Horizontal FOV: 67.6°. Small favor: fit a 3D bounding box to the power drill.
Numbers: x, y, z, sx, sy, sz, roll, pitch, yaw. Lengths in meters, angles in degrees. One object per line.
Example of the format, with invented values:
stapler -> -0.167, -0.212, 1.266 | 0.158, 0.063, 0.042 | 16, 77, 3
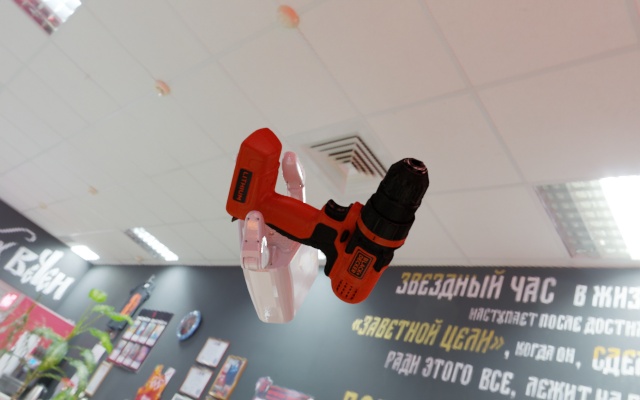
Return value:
power drill -> 0.000, 0.002, 0.490 | 0.187, 0.184, 0.057 | 31, 36, 12
